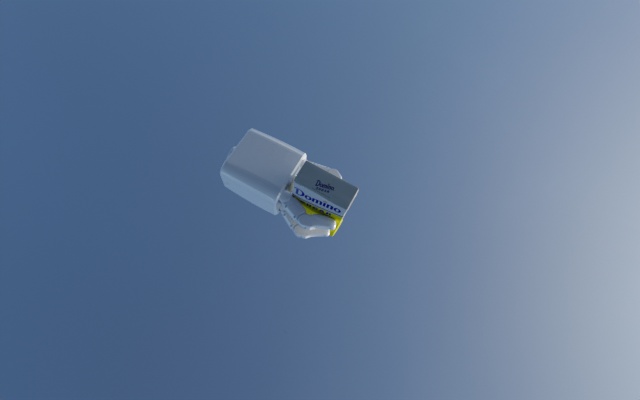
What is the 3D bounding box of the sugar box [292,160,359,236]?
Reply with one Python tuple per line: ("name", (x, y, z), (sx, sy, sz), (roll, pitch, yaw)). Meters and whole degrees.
("sugar box", (0.000, 0.003, 0.785), (0.093, 0.048, 0.176), (28, -15, 4))
